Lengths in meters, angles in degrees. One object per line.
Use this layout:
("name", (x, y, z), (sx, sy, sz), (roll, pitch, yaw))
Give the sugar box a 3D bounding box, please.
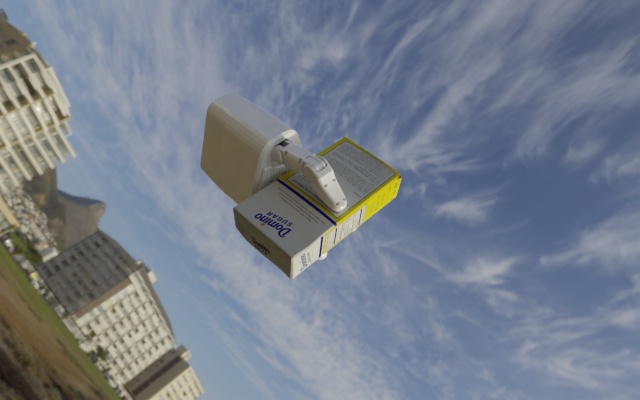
("sugar box", (0.000, 0.002, 0.536), (0.176, 0.048, 0.093), (-36, 59, -29))
